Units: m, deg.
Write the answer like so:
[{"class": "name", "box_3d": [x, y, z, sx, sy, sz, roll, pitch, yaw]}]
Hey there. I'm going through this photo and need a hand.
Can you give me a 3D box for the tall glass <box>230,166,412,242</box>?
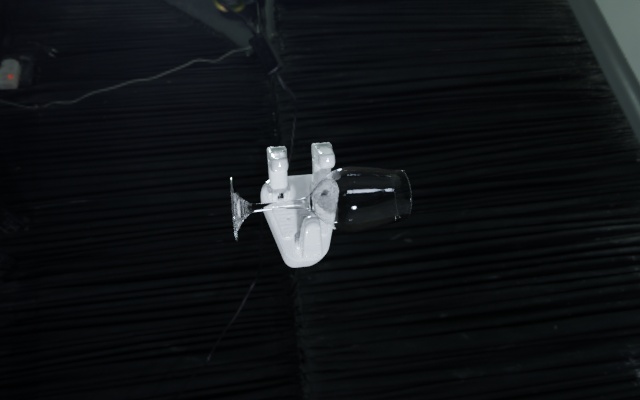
[{"class": "tall glass", "box_3d": [-0.001, 0.002, 0.554, 0.201, 0.079, 0.079, -5, 1, -8]}]
